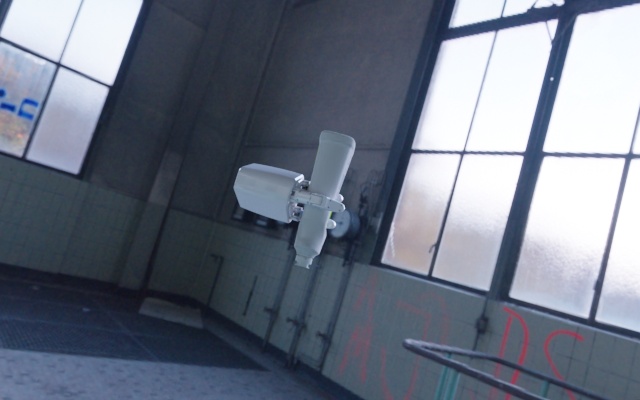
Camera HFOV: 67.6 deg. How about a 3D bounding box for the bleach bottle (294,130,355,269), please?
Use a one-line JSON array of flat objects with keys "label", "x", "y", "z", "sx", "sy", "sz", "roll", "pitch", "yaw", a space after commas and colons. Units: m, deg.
[{"label": "bleach bottle", "x": 0.000, "y": 0.003, "z": 0.898, "sx": 0.068, "sy": 0.251, "sz": 0.102, "roll": 16, "pitch": -6, "yaw": 6}]
